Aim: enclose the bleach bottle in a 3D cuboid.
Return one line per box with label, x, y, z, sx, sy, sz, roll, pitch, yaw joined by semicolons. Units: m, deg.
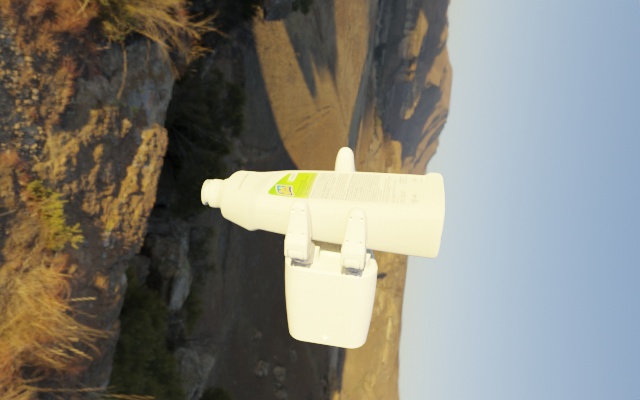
bleach bottle;0.000;0.002;0.510;0.251;0.068;0.102;7;28;9
